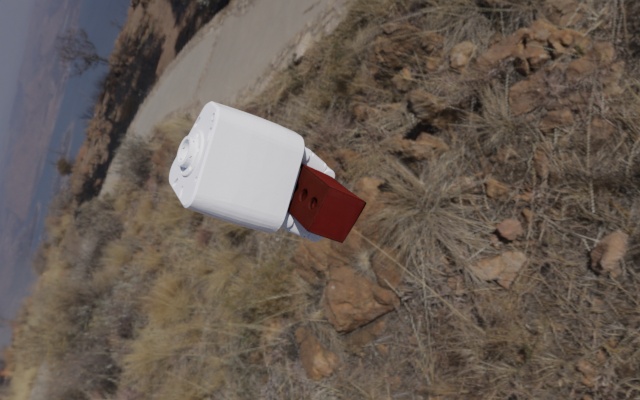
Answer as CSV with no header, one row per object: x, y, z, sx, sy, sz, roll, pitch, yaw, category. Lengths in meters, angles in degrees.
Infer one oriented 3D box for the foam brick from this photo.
0.000,0.002,0.519,0.051,0.053,0.078,22,11,-36,foam brick
